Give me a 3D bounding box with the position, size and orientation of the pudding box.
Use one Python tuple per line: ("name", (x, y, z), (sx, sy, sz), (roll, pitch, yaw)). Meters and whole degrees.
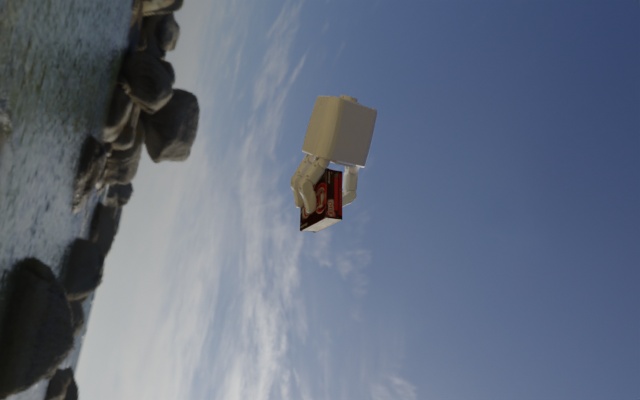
("pudding box", (0.000, 0.003, 0.859), (0.039, 0.090, 0.113), (9, -19, -22))
